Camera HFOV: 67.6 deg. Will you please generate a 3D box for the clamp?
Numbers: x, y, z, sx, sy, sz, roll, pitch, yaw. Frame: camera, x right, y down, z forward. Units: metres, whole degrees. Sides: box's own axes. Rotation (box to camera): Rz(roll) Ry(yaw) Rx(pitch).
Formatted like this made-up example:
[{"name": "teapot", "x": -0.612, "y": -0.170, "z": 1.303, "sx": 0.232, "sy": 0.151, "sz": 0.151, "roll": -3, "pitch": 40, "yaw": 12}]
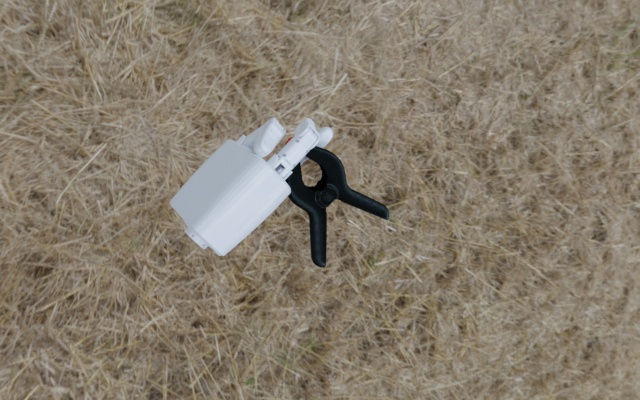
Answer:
[{"name": "clamp", "x": 0.000, "y": 0.002, "z": 0.601, "sx": 0.171, "sy": 0.120, "sz": 0.039, "roll": 47, "pitch": -10, "yaw": -22}]
